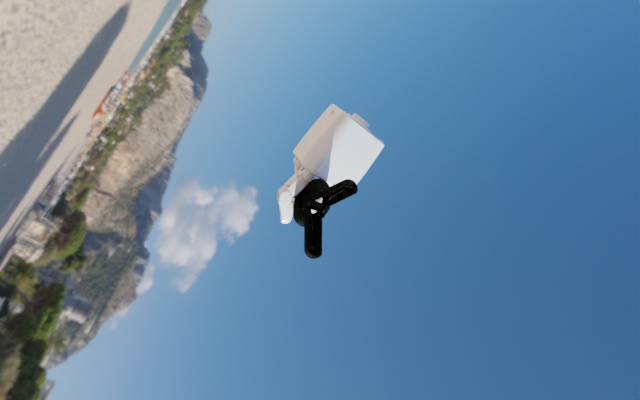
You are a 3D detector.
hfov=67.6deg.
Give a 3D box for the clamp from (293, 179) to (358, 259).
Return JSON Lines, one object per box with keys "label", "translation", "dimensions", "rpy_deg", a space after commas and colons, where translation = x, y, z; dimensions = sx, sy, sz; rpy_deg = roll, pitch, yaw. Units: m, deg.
{"label": "clamp", "translation": [0.000, 0.003, 0.714], "dimensions": [0.039, 0.120, 0.171], "rpy_deg": [34, 10, -25]}
